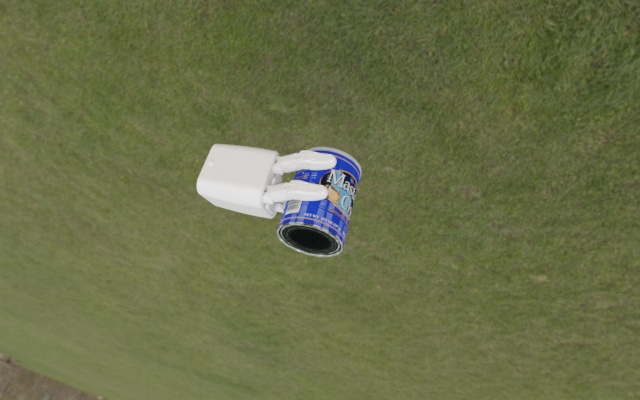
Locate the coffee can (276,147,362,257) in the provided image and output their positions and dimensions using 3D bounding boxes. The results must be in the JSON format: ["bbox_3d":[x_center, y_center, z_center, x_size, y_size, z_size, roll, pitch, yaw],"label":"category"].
[{"bbox_3d":[0.000,0.002,0.743,0.103,0.140,0.103,12,-30,7],"label":"coffee can"}]
